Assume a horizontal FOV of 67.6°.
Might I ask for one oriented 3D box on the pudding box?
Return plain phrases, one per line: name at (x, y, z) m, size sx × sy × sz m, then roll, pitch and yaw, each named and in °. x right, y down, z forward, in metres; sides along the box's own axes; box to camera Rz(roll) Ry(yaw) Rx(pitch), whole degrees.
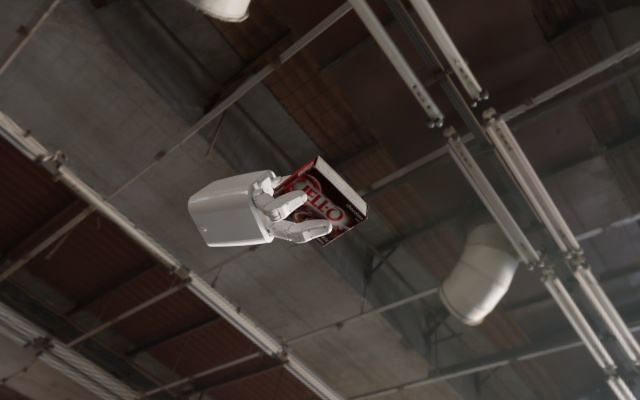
pudding box at (0.000, 0.002, 0.688) m, size 0.090 × 0.113 × 0.039 m, roll -35°, pitch 24°, yaw 32°
